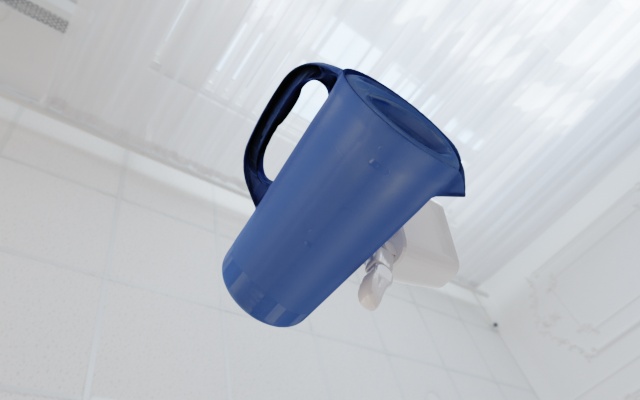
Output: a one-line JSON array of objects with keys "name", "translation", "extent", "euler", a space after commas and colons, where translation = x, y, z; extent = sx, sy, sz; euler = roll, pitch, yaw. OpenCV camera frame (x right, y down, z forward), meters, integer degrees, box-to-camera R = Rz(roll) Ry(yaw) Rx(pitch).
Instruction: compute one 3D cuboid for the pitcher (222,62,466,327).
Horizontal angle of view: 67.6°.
[{"name": "pitcher", "translation": [0.000, 0.002, 0.457], "extent": [0.145, 0.243, 0.149], "euler": [18, 32, -38]}]
